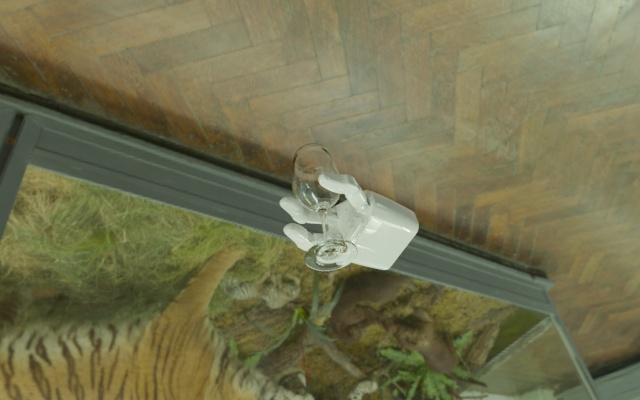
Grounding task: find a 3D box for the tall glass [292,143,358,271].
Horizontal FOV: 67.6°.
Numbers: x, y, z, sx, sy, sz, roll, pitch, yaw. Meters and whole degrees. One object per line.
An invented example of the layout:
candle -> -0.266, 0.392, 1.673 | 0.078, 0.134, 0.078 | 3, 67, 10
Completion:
tall glass -> 0.000, 0.003, 0.720 | 0.079, 0.200, 0.079 | -7, -41, -6
